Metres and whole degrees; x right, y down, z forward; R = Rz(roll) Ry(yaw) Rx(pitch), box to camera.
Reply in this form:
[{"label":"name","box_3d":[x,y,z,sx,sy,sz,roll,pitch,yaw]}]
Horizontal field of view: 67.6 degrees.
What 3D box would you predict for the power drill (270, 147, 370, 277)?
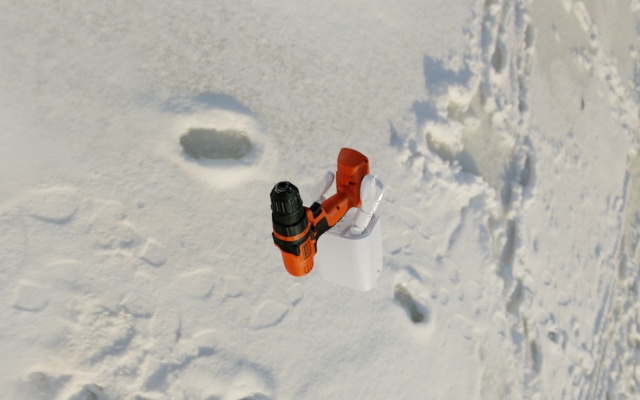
[{"label":"power drill","box_3d":[0.000,0.002,0.715,0.057,0.185,0.187,29,56,28]}]
